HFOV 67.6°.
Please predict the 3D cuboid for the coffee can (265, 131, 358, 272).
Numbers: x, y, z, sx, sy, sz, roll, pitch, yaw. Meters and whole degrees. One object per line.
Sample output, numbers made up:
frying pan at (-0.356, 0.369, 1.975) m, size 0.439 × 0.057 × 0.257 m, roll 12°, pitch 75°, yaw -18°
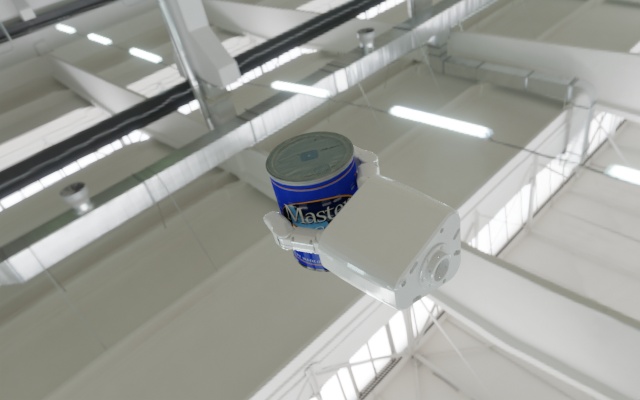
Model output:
coffee can at (0.000, 0.002, 0.584) m, size 0.103 × 0.140 × 0.102 m, roll -9°, pitch 37°, yaw 7°
